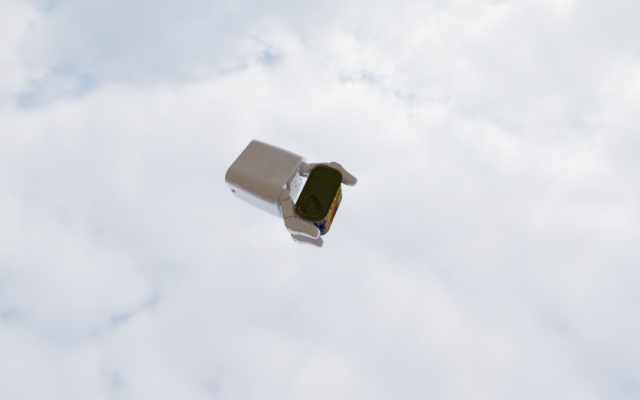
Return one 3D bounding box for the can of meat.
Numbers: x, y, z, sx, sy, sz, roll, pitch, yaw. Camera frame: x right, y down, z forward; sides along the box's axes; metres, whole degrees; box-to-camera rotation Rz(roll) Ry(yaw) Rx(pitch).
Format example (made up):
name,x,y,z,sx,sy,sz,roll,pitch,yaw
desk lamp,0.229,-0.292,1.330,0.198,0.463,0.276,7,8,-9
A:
name,x,y,z,sx,sy,sz,roll,pitch,yaw
can of meat,0.000,0.003,0.824,0.057,0.102,0.084,20,-20,12
